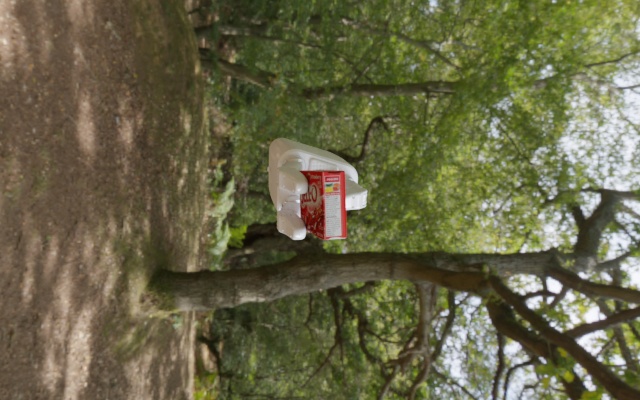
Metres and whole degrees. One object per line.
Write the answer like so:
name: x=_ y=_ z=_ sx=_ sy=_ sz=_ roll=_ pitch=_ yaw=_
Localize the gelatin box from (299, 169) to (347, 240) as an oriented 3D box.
gelatin box: x=0.001 y=0.002 z=0.543 sx=0.030 sy=0.073 sz=0.089 roll=-3 pitch=6 yaw=-19
